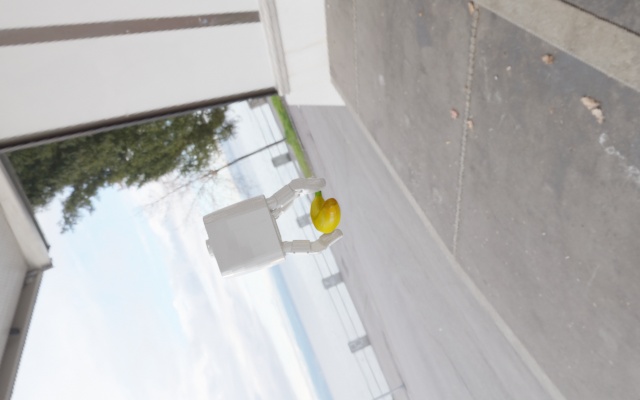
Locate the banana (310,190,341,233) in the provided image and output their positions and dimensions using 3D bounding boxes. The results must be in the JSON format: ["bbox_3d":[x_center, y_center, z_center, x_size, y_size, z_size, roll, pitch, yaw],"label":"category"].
[{"bbox_3d":[0.004,0.020,0.771,0.037,0.069,0.198,-15,9,-7],"label":"banana"}]
